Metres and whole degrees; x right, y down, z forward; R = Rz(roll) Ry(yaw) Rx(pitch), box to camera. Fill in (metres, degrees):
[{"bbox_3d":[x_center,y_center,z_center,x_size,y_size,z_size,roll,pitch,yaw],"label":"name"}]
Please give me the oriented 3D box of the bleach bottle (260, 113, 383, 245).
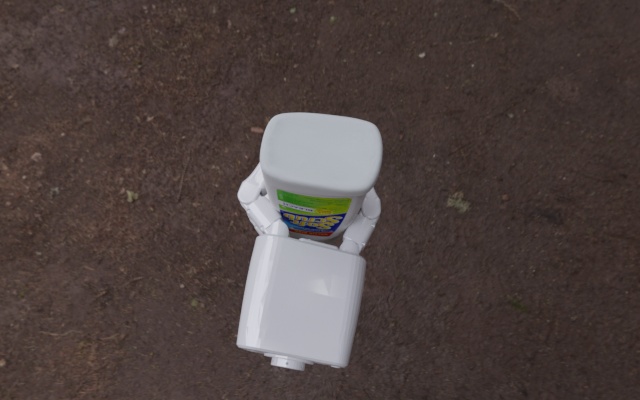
[{"bbox_3d":[0.000,0.002,0.498,0.102,0.068,0.251,8,-20,4],"label":"bleach bottle"}]
